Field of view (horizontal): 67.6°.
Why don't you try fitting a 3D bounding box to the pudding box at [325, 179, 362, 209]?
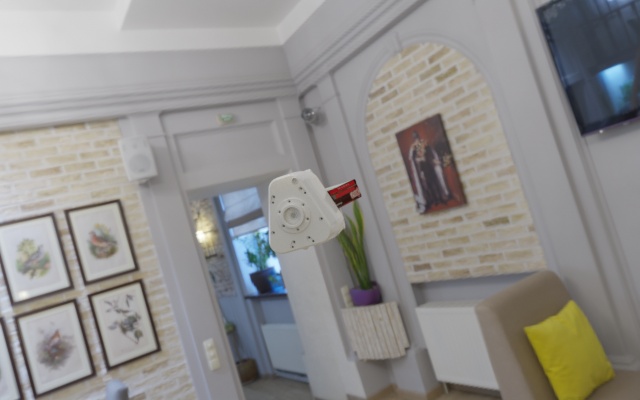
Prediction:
[{"bbox_3d":[0.000,0.003,0.815,0.113,0.039,0.090,-15,5,39],"label":"pudding box"}]
